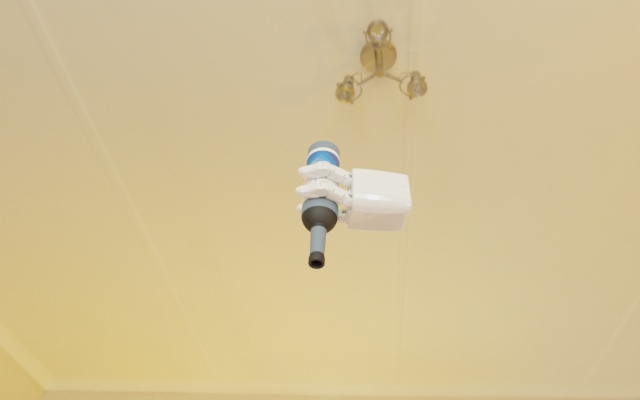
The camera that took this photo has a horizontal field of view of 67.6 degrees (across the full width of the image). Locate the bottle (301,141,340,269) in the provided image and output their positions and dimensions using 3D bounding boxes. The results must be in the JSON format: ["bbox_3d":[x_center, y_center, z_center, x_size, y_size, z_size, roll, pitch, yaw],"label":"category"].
[{"bbox_3d":[0.000,0.003,0.882,0.069,0.069,0.295,0,43,4],"label":"bottle"}]
